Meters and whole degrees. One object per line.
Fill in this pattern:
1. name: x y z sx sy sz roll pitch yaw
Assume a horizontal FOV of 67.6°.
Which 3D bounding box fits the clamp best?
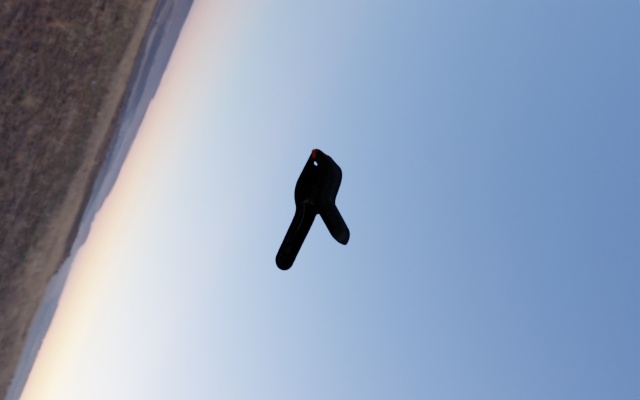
1. clamp: 0.000 0.002 0.609 0.120 0.171 0.039 -15 -36 40
